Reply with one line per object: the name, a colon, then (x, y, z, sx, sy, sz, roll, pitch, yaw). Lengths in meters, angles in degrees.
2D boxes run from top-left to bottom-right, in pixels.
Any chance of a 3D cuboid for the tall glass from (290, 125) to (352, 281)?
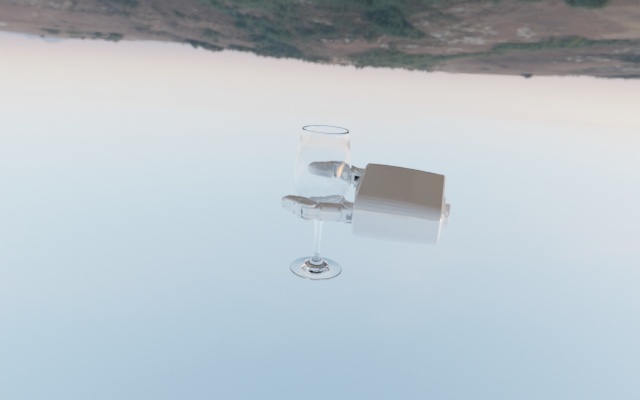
tall glass: (0.000, 0.003, 0.648, 0.079, 0.201, 0.079, 3, 18, -1)
